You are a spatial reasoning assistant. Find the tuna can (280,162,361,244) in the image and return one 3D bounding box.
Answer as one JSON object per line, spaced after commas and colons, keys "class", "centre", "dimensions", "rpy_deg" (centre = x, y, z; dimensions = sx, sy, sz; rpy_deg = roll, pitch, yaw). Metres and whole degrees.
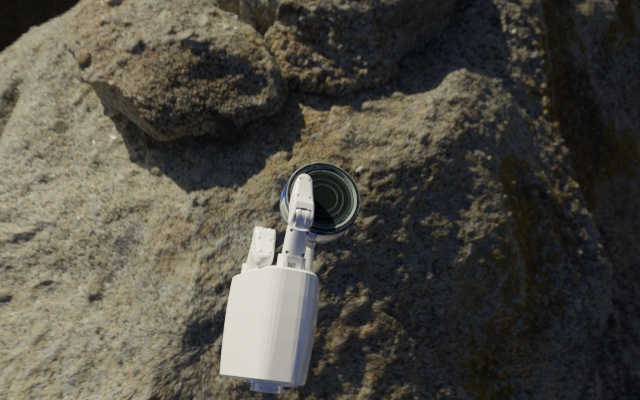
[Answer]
{"class": "tuna can", "centre": [0.000, 0.001, 0.525], "dimensions": [0.086, 0.086, 0.034], "rpy_deg": [0, -22, -14]}
